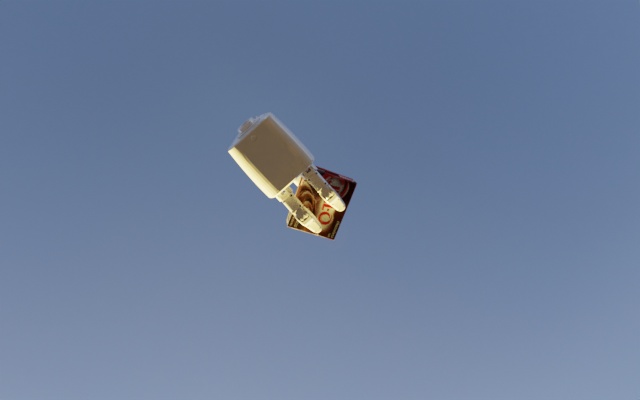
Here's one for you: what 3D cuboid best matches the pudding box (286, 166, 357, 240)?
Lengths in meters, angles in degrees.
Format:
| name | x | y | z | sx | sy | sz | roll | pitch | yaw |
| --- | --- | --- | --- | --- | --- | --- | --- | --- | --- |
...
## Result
| name | x | y | z | sx | sy | sz | roll | pitch | yaw |
| --- | --- | --- | --- | --- | --- | --- | --- | --- | --- |
| pudding box | 0.000 | 0.003 | 0.829 | 0.090 | 0.113 | 0.039 | 18 | 15 | -16 |
